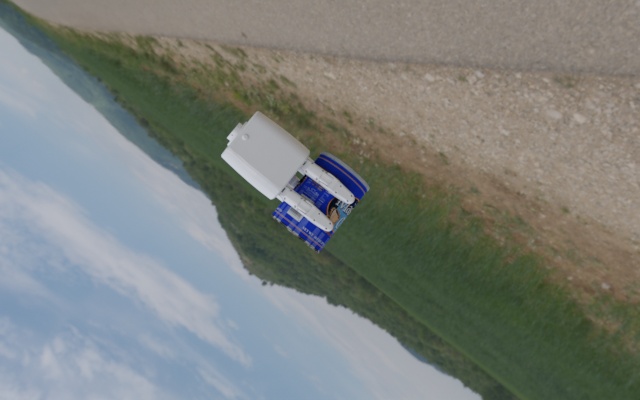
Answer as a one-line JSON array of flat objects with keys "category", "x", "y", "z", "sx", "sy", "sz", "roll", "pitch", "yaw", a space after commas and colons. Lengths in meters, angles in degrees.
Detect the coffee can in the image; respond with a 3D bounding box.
[{"category": "coffee can", "x": 0.000, "y": 0.003, "z": 0.803, "sx": 0.103, "sy": 0.140, "sz": 0.103, "roll": 38, "pitch": -5, "yaw": 4}]
